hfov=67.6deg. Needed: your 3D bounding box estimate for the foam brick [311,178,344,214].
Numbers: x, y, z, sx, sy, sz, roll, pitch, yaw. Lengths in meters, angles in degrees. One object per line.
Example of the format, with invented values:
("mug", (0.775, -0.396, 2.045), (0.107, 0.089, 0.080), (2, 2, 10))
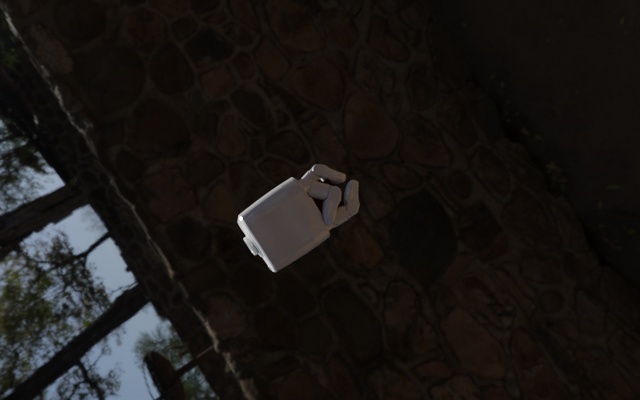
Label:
("foam brick", (0.000, 0.003, 0.819), (0.051, 0.053, 0.078), (-36, -1, -14))
